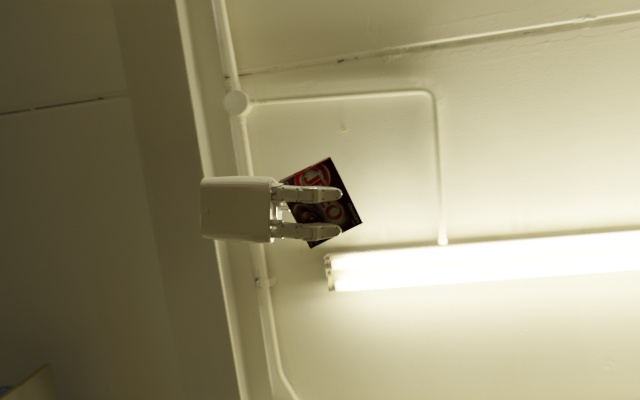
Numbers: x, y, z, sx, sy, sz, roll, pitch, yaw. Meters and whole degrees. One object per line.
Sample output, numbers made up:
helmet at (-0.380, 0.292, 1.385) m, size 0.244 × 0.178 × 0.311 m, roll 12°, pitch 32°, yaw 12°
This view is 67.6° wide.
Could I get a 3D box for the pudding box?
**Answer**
pudding box at (0.000, 0.002, 0.722) m, size 0.090 × 0.113 × 0.039 m, roll -27°, pitch 8°, yaw 6°
